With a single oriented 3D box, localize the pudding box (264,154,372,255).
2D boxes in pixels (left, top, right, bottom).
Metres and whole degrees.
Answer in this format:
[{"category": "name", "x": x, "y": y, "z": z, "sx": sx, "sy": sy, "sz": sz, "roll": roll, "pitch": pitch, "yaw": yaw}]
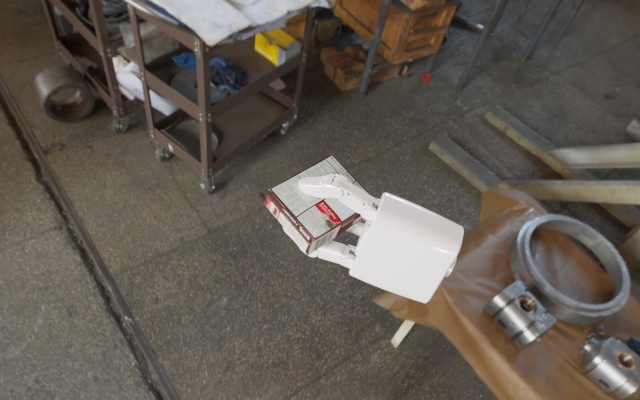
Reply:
[{"category": "pudding box", "x": 0.000, "y": 0.002, "z": 0.605, "sx": 0.113, "sy": 0.090, "sz": 0.039, "roll": -31, "pitch": -22, "yaw": -33}]
